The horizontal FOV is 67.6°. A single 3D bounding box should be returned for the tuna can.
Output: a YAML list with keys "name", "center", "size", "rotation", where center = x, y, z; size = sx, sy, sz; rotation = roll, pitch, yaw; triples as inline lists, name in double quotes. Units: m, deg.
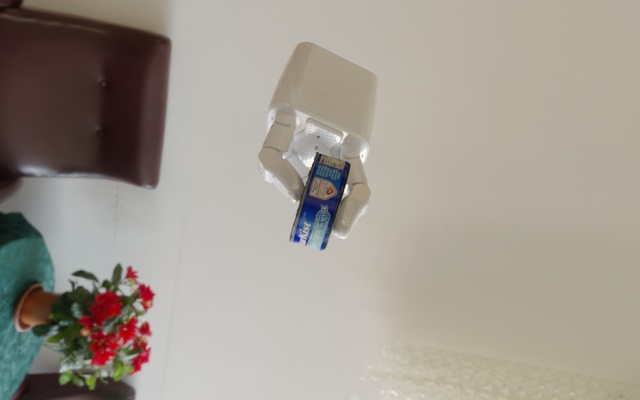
- name: "tuna can"
  center: [0.001, 0.002, 0.434]
  size: [0.034, 0.086, 0.086]
  rotation: [17, 0, 0]
